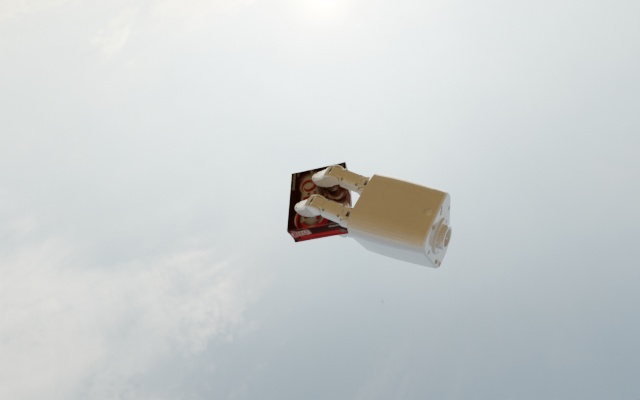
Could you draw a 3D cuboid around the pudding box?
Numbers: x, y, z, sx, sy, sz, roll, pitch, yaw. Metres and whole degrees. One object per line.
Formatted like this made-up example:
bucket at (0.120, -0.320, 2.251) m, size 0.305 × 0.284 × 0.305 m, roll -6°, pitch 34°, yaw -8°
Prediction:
pudding box at (0.000, 0.002, 0.710) m, size 0.090 × 0.113 × 0.039 m, roll -11°, pitch -42°, yaw 15°
